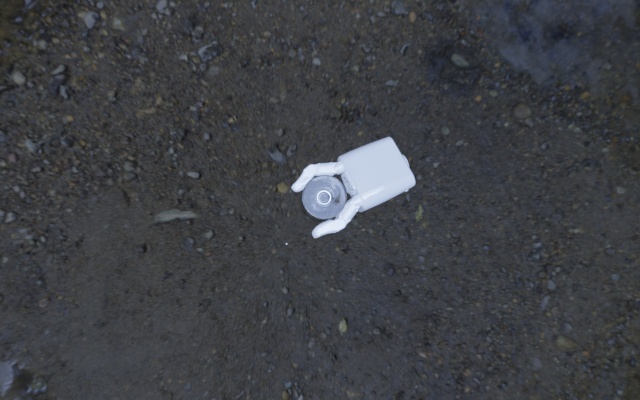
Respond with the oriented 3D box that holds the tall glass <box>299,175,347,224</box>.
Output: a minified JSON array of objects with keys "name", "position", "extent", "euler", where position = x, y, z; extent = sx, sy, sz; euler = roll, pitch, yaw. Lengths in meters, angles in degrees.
[{"name":"tall glass","position":[0.000,0.003,0.893],"extent":[0.079,0.079,0.201],"euler":[0,-5,-4]}]
